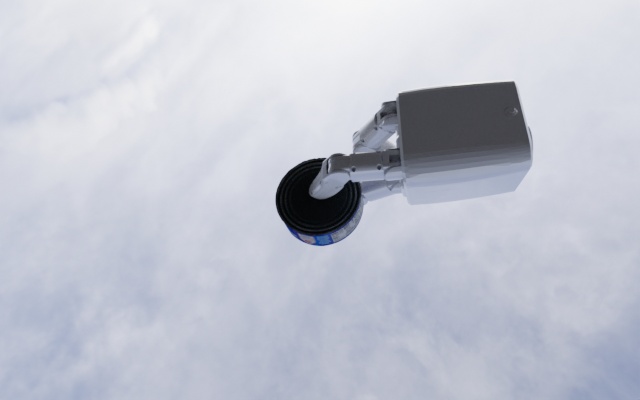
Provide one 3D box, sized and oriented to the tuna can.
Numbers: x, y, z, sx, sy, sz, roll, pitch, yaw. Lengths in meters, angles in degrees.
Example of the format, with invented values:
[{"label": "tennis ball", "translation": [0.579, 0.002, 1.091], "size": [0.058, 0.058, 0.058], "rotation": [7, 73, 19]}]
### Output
[{"label": "tuna can", "translation": [0.000, 0.002, 0.481], "size": [0.086, 0.086, 0.034], "rotation": [0, -27, 12]}]
